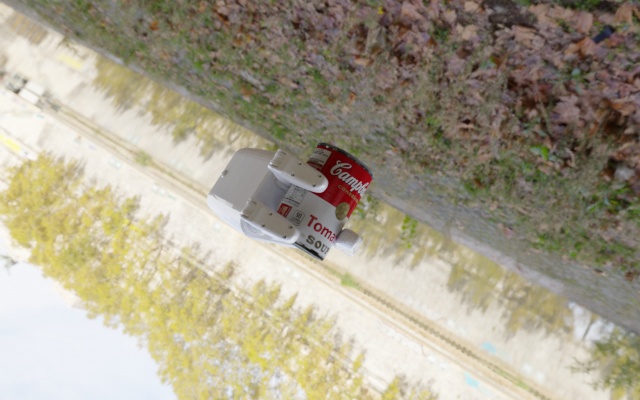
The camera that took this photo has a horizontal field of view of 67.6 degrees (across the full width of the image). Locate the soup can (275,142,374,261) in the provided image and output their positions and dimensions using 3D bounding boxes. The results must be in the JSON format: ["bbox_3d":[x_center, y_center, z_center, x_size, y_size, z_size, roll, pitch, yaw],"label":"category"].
[{"bbox_3d":[0.000,0.002,0.486,0.068,0.102,0.068,31,-8,5],"label":"soup can"}]
